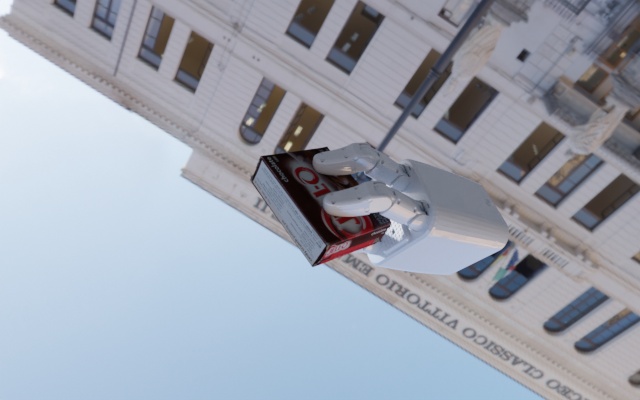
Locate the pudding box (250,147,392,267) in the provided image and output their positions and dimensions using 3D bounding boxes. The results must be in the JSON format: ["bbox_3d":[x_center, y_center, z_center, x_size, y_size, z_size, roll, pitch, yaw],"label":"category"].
[{"bbox_3d":[0.000,0.002,0.458,0.090,0.039,0.113,-14,55,-45],"label":"pudding box"}]
